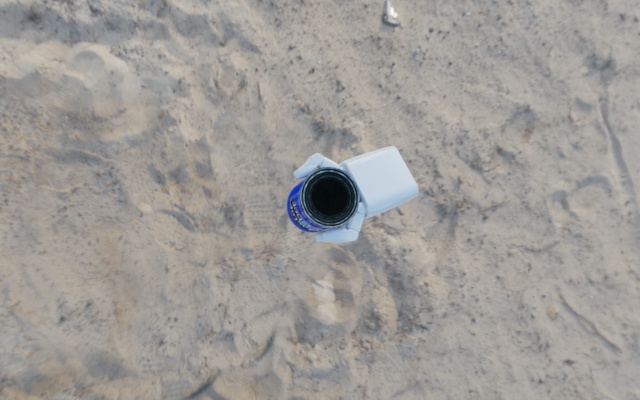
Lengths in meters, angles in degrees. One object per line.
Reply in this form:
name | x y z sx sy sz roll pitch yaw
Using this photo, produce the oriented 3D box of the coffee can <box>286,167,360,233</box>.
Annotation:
coffee can | 0.000 0.003 0.853 0.103 0.103 0.140 0 -7 -14
